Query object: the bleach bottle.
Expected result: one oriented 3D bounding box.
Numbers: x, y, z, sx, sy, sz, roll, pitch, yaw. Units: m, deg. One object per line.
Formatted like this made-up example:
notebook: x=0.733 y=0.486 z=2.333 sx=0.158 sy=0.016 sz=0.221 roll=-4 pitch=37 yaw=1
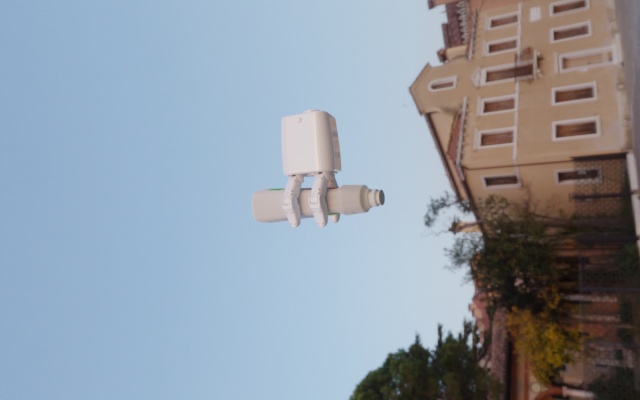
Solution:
bleach bottle: x=0.000 y=0.003 z=0.886 sx=0.251 sy=0.068 sz=0.102 roll=-4 pitch=0 yaw=29
